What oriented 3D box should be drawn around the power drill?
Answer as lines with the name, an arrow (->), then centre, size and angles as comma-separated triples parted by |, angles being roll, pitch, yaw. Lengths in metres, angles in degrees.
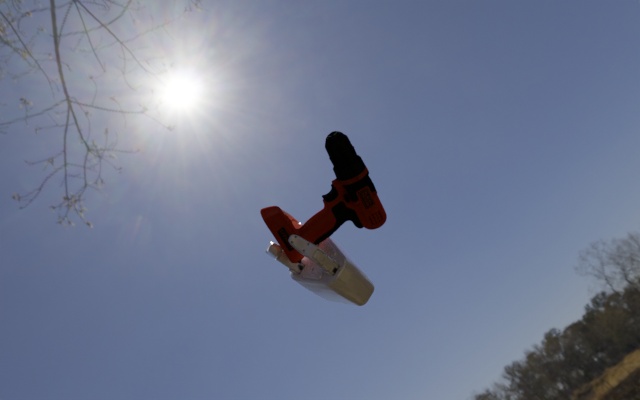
power drill -> 0.000, 0.003, 0.779 | 0.187, 0.184, 0.057 | -30, 22, -2
